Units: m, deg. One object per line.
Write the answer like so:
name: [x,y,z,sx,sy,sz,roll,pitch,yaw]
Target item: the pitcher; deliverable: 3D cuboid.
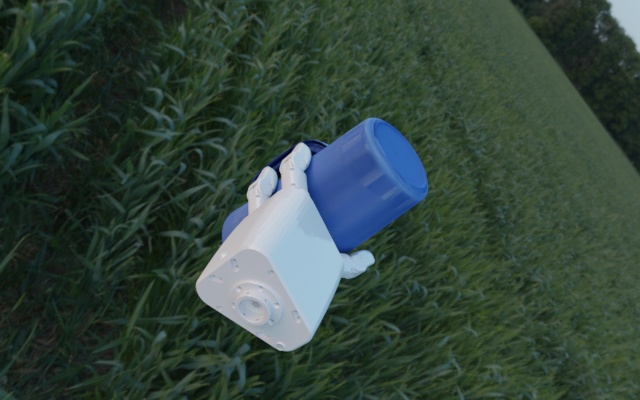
pitcher: [0.000,0.002,0.582,0.243,0.149,0.145,-36,10,30]
